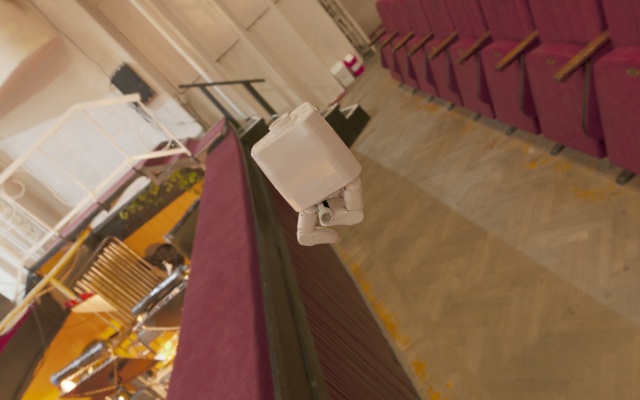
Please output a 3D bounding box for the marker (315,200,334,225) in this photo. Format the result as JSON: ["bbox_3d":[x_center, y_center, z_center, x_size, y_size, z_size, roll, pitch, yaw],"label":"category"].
[{"bbox_3d":[0.000,0.002,0.676,0.020,0.020,0.121,0,20,-9],"label":"marker"}]
